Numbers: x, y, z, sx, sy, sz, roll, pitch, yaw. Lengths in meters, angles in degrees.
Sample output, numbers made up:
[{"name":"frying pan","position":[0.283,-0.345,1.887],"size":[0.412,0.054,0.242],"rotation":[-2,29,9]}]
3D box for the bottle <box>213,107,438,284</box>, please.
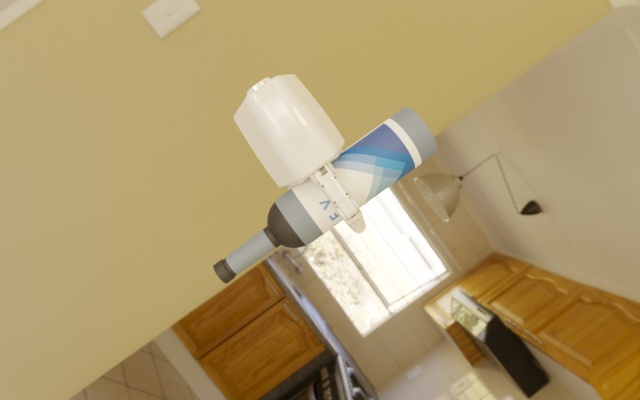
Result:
[{"name":"bottle","position":[0.000,0.002,0.568],"size":[0.295,0.069,0.069],"rotation":[-36,1,-1]}]
